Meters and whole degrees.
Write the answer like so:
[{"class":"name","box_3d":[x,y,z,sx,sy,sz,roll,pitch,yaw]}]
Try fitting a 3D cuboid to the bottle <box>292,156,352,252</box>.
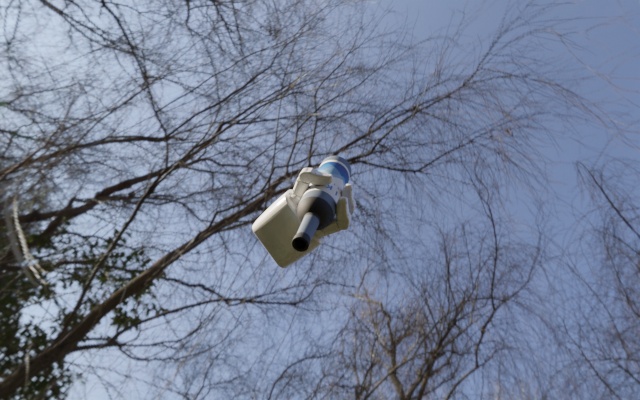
[{"class":"bottle","box_3d":[0.000,0.003,0.866,0.069,0.069,0.295,0,26,14]}]
